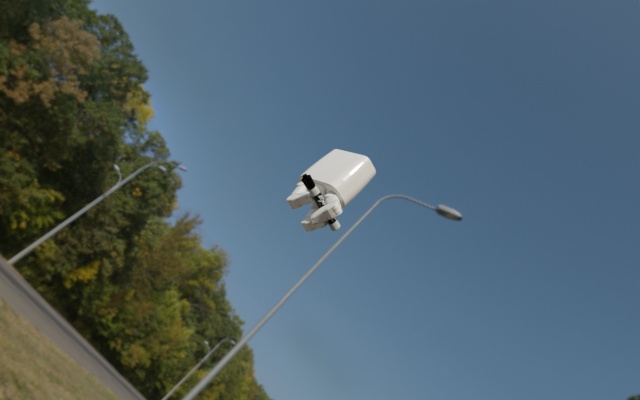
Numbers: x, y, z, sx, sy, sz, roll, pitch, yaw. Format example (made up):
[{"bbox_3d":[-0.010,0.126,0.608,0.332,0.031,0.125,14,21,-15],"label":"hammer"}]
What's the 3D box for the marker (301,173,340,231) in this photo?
[{"bbox_3d":[0.000,0.003,0.864,0.020,0.121,0.020,-26,22,11],"label":"marker"}]
